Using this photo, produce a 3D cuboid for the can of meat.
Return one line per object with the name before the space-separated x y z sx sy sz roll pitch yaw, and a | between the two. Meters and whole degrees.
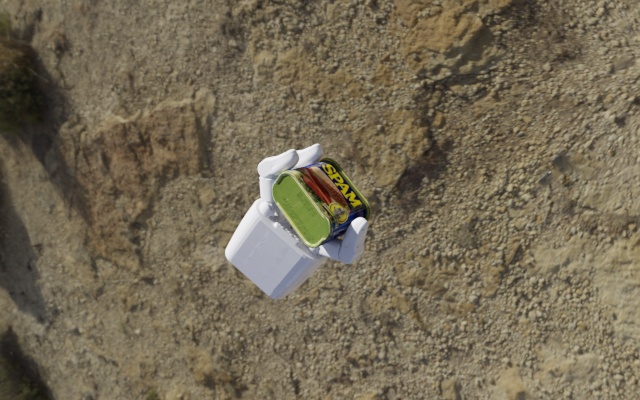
can of meat | 0.000 0.002 0.589 0.084 0.102 0.057 -20 -22 -49
